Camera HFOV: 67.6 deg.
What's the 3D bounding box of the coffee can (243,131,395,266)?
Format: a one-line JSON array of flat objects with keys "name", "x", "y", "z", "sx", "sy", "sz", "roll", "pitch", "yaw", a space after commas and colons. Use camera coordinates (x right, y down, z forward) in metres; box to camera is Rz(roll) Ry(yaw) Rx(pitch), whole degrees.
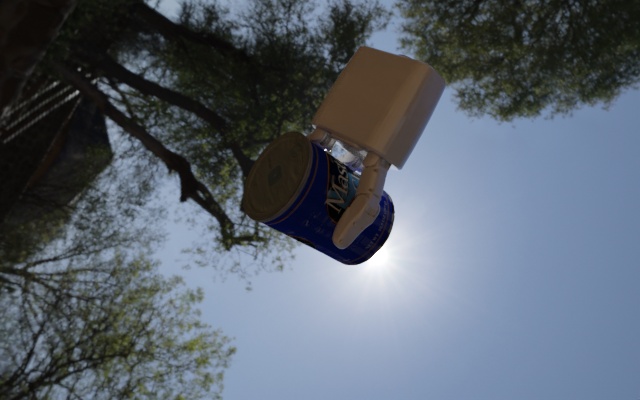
[{"name": "coffee can", "x": 0.000, "y": 0.002, "z": 0.534, "sx": 0.140, "sy": 0.102, "sz": 0.103, "roll": 31, "pitch": -19, "yaw": -36}]
